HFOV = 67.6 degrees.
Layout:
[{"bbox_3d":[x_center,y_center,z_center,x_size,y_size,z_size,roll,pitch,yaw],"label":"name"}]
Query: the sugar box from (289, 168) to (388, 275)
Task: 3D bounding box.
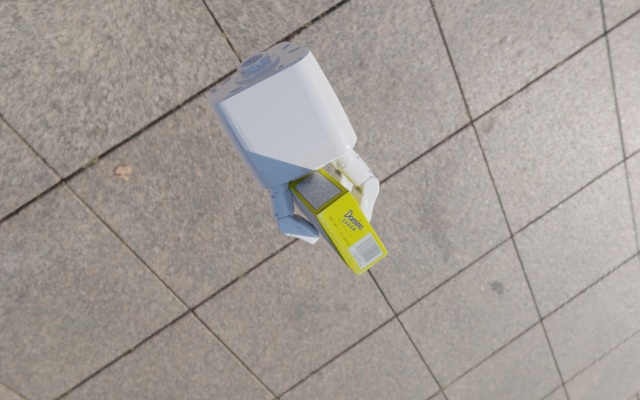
[{"bbox_3d":[0.001,0.001,0.534,0.048,0.093,0.176,-35,32,-4],"label":"sugar box"}]
